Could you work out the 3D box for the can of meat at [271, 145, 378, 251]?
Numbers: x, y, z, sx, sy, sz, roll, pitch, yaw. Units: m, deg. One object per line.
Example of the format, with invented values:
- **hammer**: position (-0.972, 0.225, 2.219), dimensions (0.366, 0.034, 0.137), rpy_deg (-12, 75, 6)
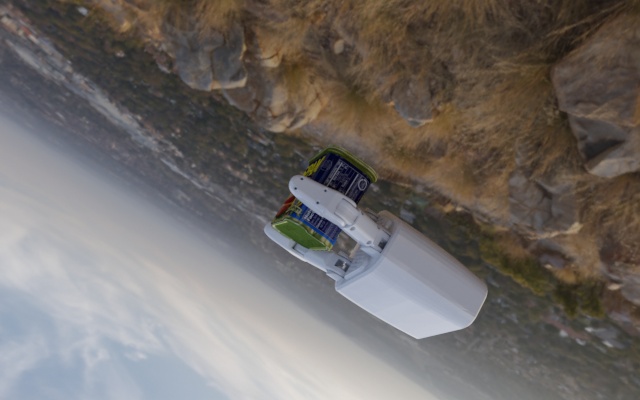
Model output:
- **can of meat**: position (0.000, 0.002, 0.472), dimensions (0.057, 0.084, 0.102), rpy_deg (35, -14, -10)
